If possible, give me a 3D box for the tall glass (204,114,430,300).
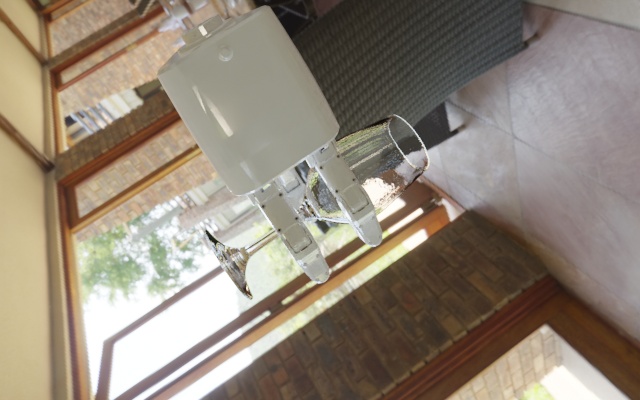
[{"bbox_3d":[0.000,0.002,0.432,0.201,0.079,0.079,-34,4,-6],"label":"tall glass"}]
